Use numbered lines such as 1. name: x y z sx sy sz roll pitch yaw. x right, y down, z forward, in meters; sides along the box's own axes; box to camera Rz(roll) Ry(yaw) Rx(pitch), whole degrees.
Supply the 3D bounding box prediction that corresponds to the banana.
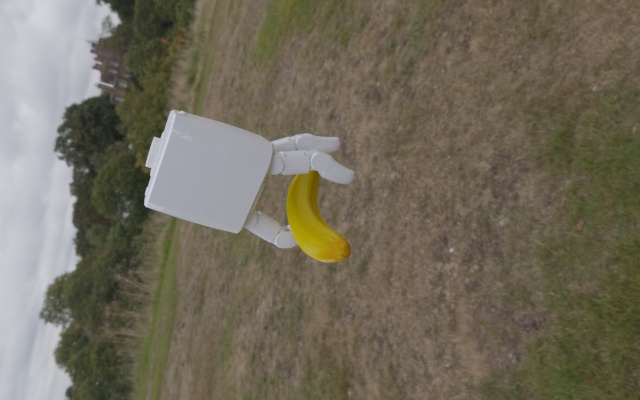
1. banana: -0.009 0.014 0.533 0.037 0.070 0.197 20 29 -22
